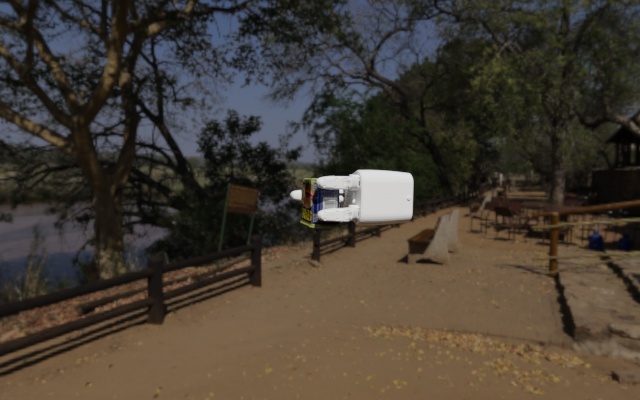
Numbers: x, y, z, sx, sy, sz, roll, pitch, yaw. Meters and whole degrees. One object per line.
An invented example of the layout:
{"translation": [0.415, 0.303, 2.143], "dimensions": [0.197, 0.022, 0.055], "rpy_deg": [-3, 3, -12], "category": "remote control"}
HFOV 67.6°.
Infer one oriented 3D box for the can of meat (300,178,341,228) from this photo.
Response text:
{"translation": [0.000, 0.002, 0.854], "dimensions": [0.057, 0.084, 0.102], "rpy_deg": [0, 3, -15], "category": "can of meat"}
